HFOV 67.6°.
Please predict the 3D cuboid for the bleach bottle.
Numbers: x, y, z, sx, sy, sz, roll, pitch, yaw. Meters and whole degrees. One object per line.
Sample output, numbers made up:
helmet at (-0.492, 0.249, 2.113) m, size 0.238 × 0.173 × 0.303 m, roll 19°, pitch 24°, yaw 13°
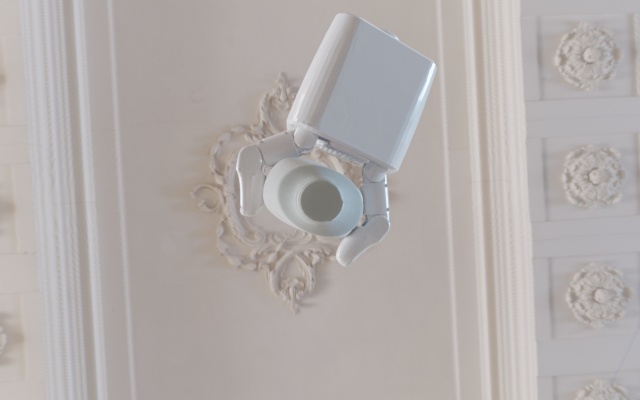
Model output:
bleach bottle at (0.000, 0.001, 0.438) m, size 0.102 × 0.068 × 0.251 m, roll 23°, pitch 0°, yaw -4°
